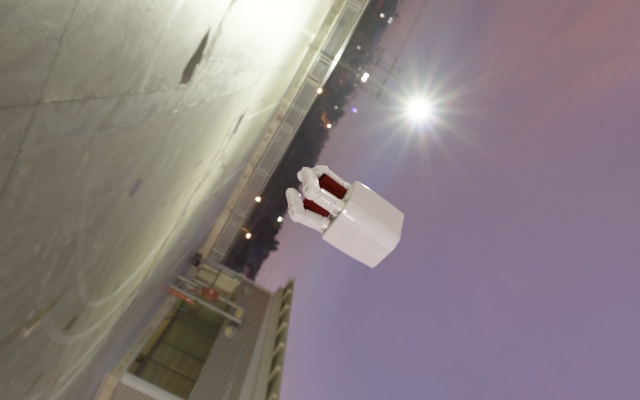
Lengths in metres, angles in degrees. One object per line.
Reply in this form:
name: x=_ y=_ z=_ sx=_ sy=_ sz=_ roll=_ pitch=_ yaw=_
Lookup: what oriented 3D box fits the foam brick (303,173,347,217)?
foam brick: x=0.000 y=0.003 z=0.830 sx=0.051 sy=0.053 sz=0.078 roll=36 pitch=-42 yaw=-1
